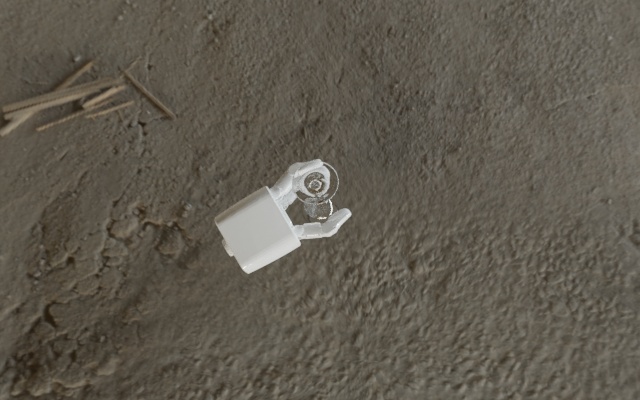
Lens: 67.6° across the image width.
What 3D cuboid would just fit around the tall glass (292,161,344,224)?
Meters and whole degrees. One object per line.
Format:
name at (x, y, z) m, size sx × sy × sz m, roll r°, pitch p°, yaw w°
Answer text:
tall glass at (0.000, 0.003, 0.846) m, size 0.079 × 0.079 × 0.201 m, roll 0°, pitch -18°, yaw 6°
